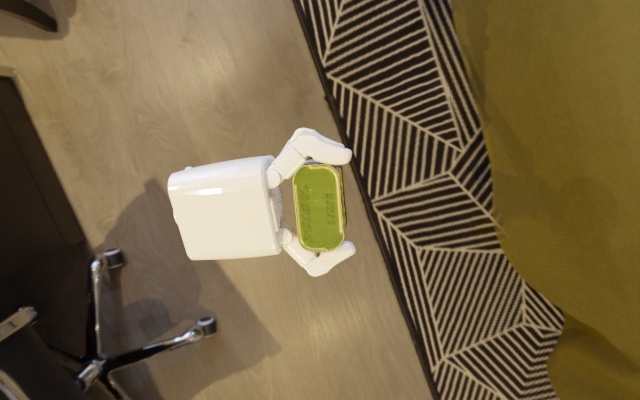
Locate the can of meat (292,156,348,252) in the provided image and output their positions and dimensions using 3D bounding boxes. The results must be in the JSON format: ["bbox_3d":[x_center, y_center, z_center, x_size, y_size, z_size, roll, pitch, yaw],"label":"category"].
[{"bbox_3d":[0.000,0.002,0.549,0.057,0.102,0.084,-5,10,5],"label":"can of meat"}]
